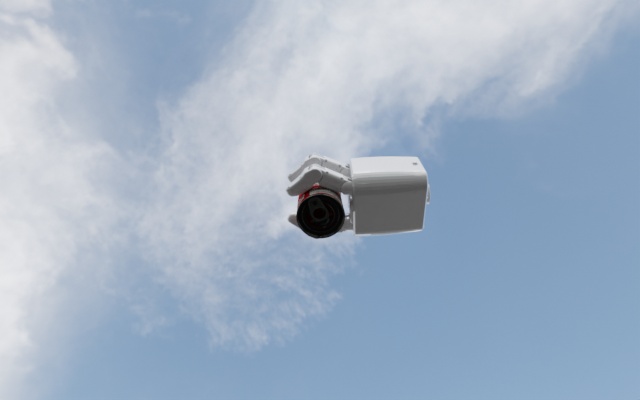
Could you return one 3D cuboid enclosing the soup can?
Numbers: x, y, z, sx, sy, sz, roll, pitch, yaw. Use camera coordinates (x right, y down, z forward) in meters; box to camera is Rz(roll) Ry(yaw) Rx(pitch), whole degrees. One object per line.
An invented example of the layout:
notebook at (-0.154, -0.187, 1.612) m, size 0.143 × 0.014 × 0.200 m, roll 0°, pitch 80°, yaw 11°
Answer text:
soup can at (0.000, 0.002, 0.704) m, size 0.068 × 0.068 × 0.102 m, roll 0°, pitch 24°, yaw 0°
